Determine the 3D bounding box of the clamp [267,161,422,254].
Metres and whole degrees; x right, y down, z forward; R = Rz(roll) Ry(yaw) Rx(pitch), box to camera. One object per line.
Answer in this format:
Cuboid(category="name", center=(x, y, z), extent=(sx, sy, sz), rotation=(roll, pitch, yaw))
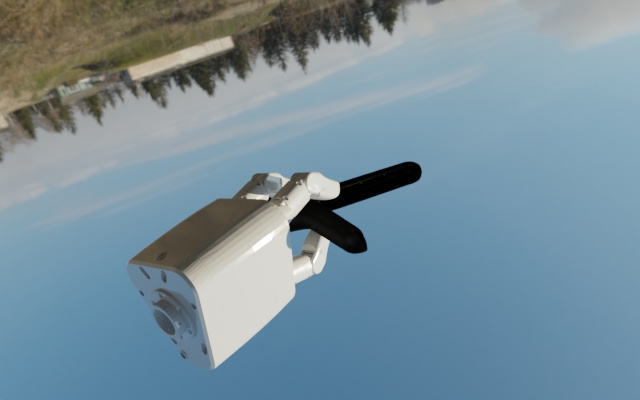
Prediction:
Cuboid(category="clamp", center=(0.000, 0.003, 0.526), extent=(0.210, 0.036, 0.164), rotation=(0, 27, 40))
